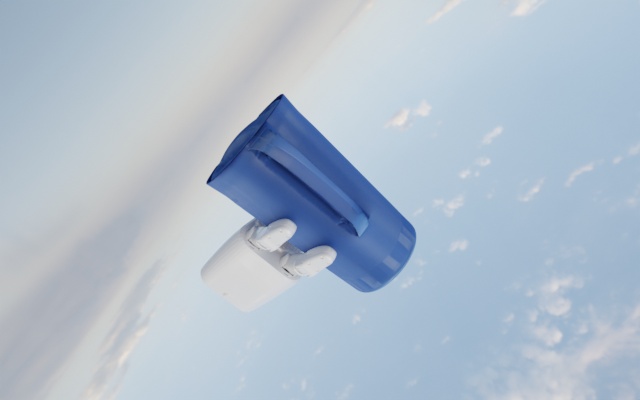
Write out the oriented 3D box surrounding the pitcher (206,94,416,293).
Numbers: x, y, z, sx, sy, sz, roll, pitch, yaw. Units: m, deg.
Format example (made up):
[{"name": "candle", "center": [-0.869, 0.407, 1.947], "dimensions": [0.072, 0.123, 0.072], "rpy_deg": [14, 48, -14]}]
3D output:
[{"name": "pitcher", "center": [0.000, 0.002, 0.560], "dimensions": [0.145, 0.243, 0.149], "rpy_deg": [-39, 19, 34]}]
